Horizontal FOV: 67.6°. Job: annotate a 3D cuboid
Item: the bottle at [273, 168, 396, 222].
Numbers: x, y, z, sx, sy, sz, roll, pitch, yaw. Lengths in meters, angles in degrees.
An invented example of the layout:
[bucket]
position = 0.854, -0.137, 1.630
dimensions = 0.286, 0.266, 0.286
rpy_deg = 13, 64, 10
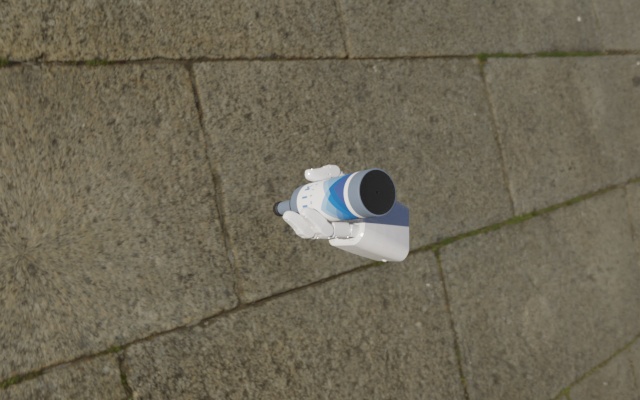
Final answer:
[bottle]
position = 0.000, 0.002, 0.770
dimensions = 0.069, 0.069, 0.296
rpy_deg = 0, -5, -32
